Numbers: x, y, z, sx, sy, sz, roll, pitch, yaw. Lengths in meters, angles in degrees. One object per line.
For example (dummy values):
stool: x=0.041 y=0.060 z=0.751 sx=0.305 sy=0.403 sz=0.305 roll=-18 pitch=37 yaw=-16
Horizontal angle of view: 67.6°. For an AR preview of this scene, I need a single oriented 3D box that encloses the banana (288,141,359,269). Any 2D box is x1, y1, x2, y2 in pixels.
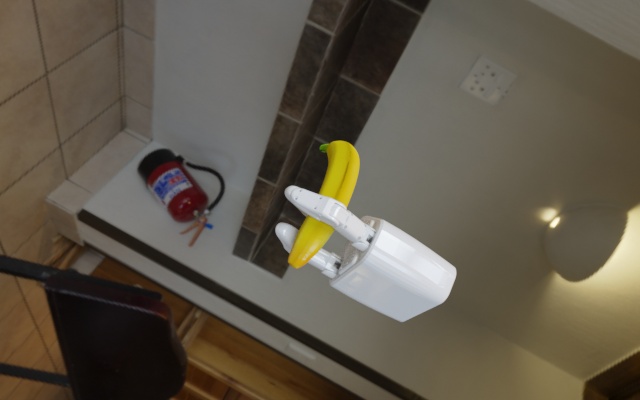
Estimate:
banana: x=0.011 y=-0.009 z=0.556 sx=0.037 sy=0.197 sz=0.070 roll=33 pitch=-44 yaw=-18
